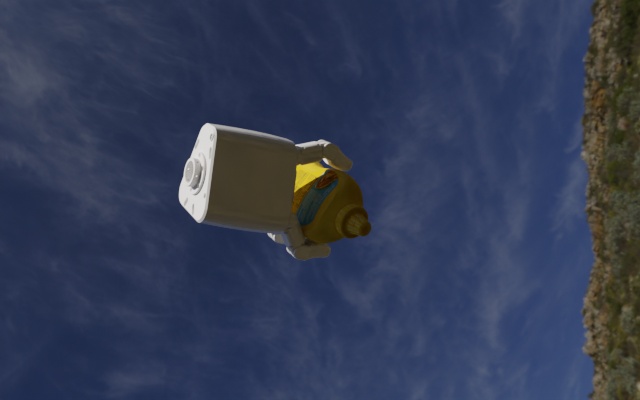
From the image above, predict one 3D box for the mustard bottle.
[{"bbox_3d":[0.000,0.002,0.617,0.058,0.096,0.191,38,-4,-38],"label":"mustard bottle"}]
